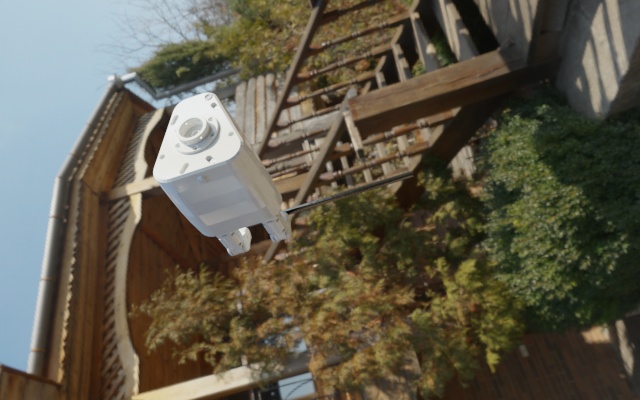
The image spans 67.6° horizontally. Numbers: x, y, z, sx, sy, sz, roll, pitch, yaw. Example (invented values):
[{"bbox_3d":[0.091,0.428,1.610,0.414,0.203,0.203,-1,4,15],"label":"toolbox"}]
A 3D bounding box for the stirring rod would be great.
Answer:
[{"bbox_3d":[0.000,0.002,0.607,0.239,0.011,0.011,-17,-2,6],"label":"stirring rod"}]
